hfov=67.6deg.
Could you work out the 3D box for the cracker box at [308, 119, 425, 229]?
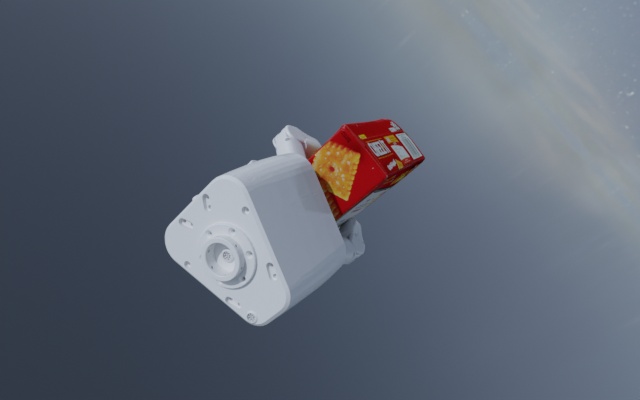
[{"bbox_3d":[0.000,0.002,0.536,0.214,0.072,0.164,-40,-7,26],"label":"cracker box"}]
